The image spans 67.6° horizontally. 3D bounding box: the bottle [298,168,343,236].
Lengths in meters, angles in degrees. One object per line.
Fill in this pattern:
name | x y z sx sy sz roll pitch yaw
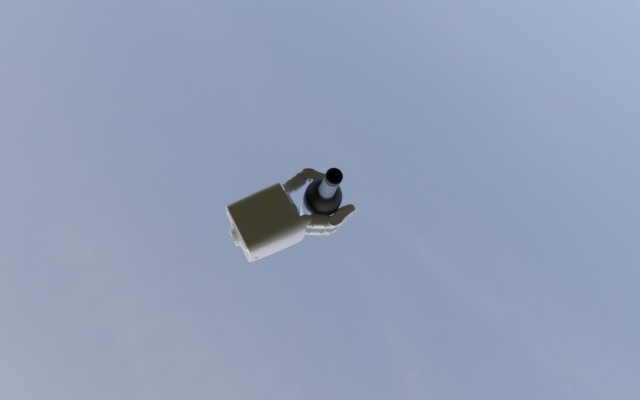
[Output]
bottle | 0.000 0.003 0.869 0.069 0.069 0.296 0 -16 -9
